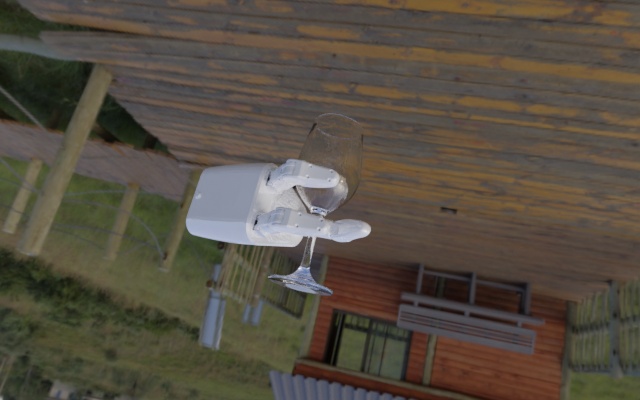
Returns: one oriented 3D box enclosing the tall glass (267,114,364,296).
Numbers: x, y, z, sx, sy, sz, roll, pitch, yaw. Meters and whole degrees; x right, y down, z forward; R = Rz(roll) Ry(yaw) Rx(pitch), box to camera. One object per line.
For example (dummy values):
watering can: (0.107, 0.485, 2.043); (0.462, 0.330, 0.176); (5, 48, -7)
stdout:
tall glass: (0.000, 0.002, 0.551); (0.079, 0.201, 0.079); (13, -18, 4)
